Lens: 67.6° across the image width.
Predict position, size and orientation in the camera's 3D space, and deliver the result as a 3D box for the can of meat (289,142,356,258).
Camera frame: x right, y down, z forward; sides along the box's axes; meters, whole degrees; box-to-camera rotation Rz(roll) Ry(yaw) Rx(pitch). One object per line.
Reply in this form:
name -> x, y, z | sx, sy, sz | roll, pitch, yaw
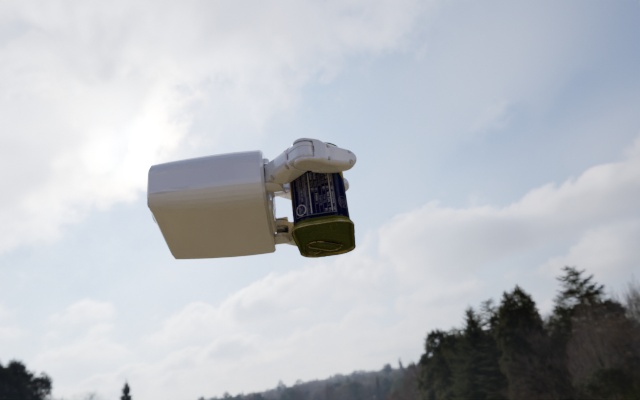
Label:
can of meat -> 0.000, 0.001, 0.471 | 0.057, 0.084, 0.102 | -8, -23, 2
